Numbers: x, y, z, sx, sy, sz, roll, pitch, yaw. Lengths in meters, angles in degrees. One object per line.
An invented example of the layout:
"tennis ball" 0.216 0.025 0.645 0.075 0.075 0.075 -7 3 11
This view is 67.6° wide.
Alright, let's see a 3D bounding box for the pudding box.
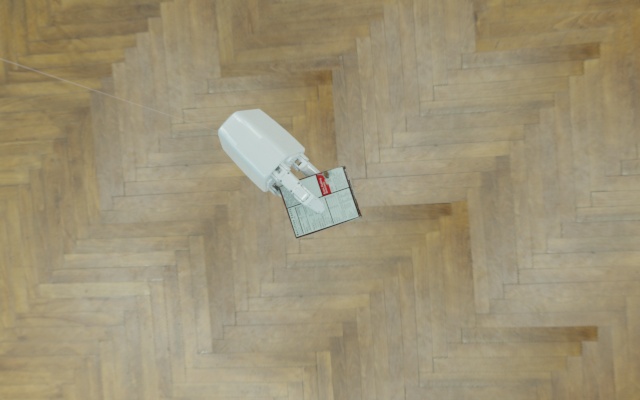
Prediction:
"pudding box" 0.000 0.002 0.766 0.113 0.090 0.039 -18 -1 7
